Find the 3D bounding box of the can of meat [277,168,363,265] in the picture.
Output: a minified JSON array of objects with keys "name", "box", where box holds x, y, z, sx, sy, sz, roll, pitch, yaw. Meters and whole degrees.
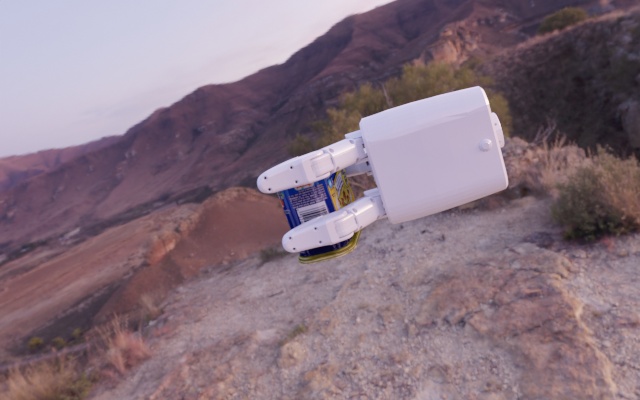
[{"name":"can of meat","box":[0.000,0.001,0.462,0.057,0.084,0.102,-15,13,16]}]
